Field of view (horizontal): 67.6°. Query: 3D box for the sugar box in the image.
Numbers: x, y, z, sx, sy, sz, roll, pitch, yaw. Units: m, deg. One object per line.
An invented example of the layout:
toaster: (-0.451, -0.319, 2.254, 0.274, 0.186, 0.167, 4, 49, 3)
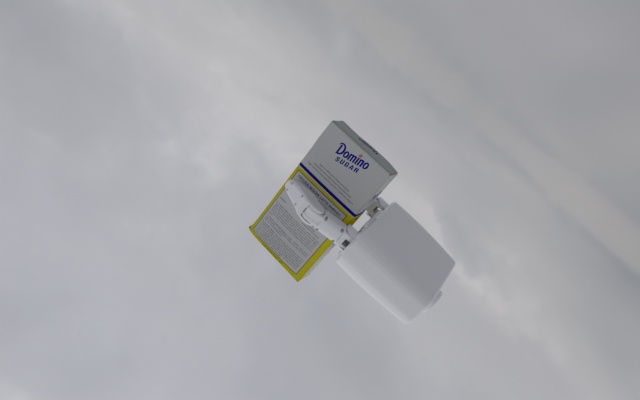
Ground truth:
sugar box: (0.000, 0.002, 0.566, 0.093, 0.176, 0.048, 45, 20, 11)
